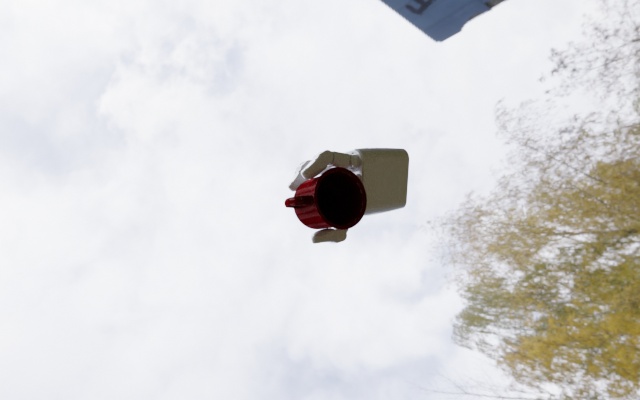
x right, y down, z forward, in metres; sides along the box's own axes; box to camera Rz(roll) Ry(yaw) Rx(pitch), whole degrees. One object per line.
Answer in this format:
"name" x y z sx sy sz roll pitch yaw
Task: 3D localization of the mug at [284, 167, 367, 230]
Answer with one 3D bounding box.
"mug" -0.001 0.003 0.726 0.117 0.093 0.081 -5 -5 -32
